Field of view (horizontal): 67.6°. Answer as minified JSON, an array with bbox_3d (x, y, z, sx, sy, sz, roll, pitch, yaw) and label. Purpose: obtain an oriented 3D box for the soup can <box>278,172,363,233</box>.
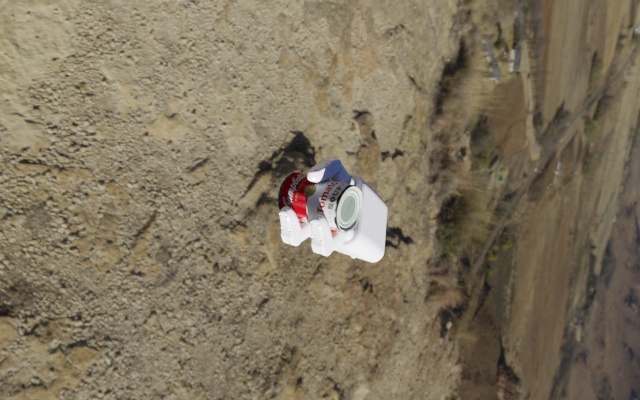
[{"bbox_3d":[0.000,0.002,0.669,0.102,0.068,0.068,14,8,35],"label":"soup can"}]
